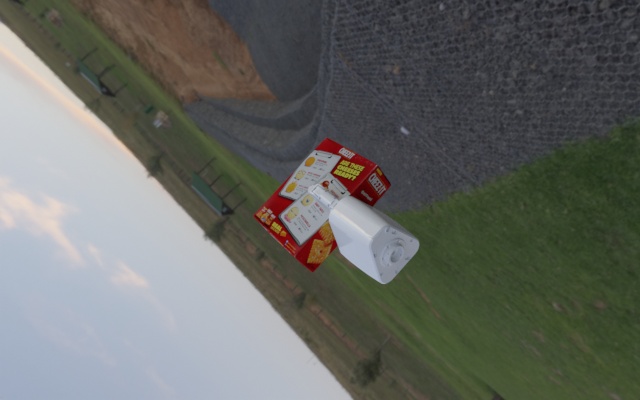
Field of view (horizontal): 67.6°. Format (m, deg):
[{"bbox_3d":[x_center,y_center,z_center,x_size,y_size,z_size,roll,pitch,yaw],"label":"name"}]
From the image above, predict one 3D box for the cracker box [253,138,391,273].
[{"bbox_3d":[0.000,0.003,0.886,0.164,0.213,0.072,36,-9,48],"label":"cracker box"}]
